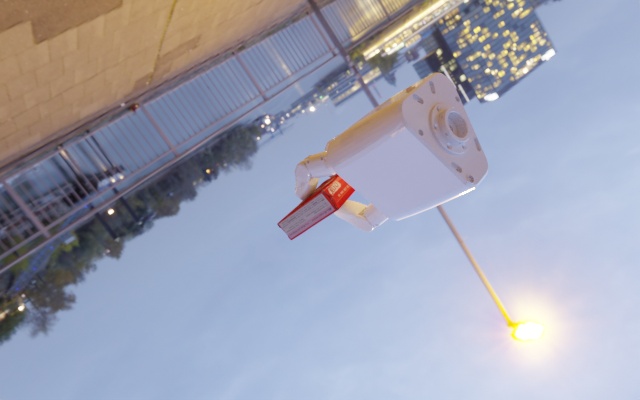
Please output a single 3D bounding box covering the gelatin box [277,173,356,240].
[{"bbox_3d":[0.000,0.002,0.562,0.089,0.030,0.073,-36,5,40],"label":"gelatin box"}]
